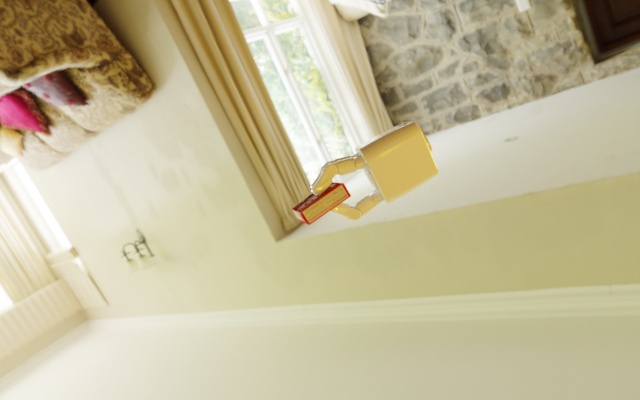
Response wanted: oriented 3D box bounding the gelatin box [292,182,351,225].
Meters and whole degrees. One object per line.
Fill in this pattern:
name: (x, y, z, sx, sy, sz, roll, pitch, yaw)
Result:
gelatin box: (0.000, 0.003, 0.814, 0.089, 0.030, 0.073, -35, 12, -10)
